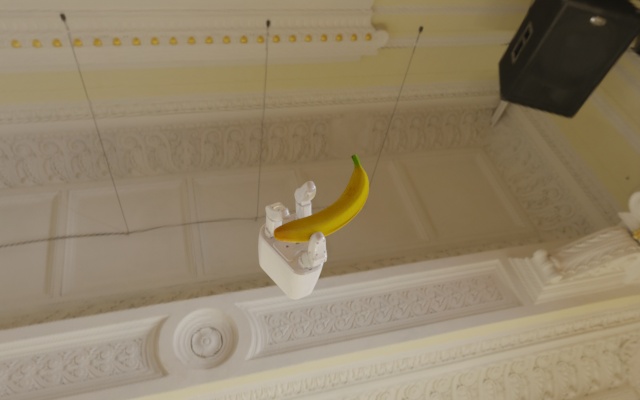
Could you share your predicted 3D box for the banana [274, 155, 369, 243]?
[{"bbox_3d":[0.017,0.012,0.722,0.069,0.197,0.037,38,-31,13],"label":"banana"}]
